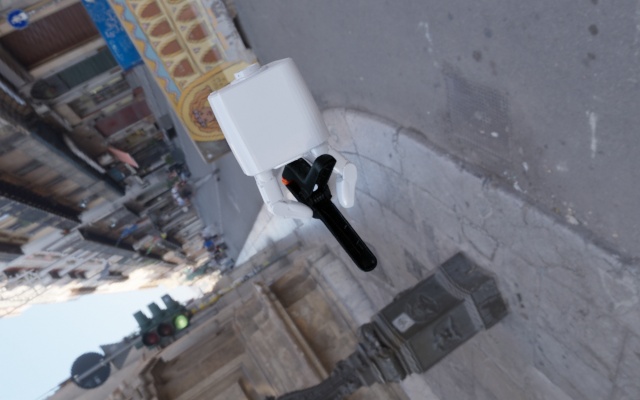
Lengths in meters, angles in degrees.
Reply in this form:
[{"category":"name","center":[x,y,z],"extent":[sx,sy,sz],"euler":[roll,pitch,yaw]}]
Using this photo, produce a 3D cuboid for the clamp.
[{"category":"clamp","center":[-0.001,0.002,0.636],"extent":[0.036,0.165,0.210],"euler":[-30,21,-14]}]
